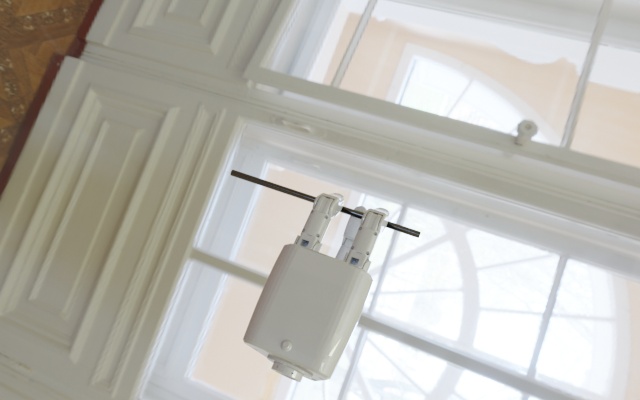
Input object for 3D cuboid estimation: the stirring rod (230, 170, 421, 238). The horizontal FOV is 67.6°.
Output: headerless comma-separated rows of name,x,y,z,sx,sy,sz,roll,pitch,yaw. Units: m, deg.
stirring rod,0.000,0.002,0.561,0.239,0.011,0.011,18,5,16
